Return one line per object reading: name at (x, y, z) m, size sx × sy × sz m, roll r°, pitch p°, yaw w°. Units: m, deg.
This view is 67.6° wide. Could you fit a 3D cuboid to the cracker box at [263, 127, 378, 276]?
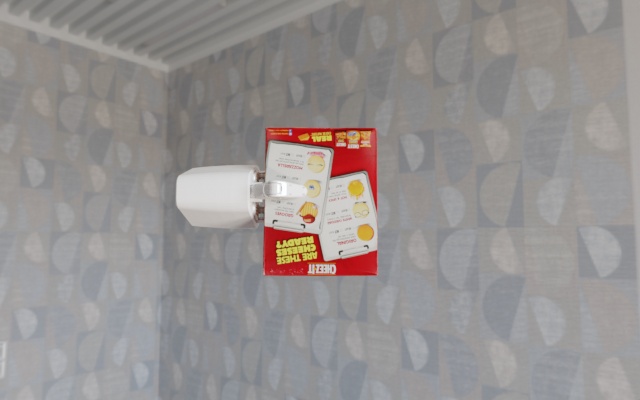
cracker box at (0.000, 0.002, 0.708) m, size 0.164 × 0.213 × 0.072 m, roll 0°, pitch -5°, yaw 1°
